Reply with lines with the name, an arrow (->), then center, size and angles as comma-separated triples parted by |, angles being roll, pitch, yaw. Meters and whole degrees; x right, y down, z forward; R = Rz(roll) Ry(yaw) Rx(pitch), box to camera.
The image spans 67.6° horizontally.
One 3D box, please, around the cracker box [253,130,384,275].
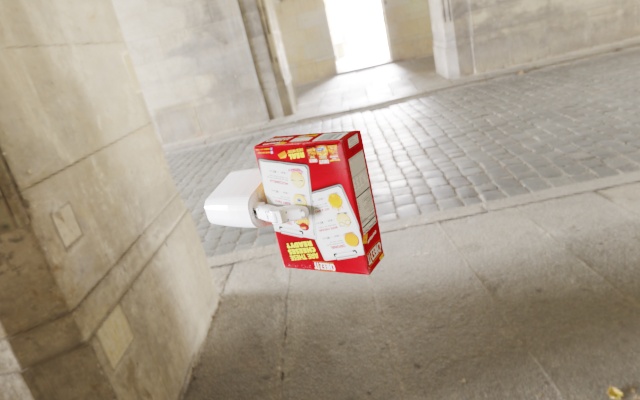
cracker box -> 0.000, 0.002, 0.749 | 0.164, 0.214, 0.072 | 0, 23, 33
